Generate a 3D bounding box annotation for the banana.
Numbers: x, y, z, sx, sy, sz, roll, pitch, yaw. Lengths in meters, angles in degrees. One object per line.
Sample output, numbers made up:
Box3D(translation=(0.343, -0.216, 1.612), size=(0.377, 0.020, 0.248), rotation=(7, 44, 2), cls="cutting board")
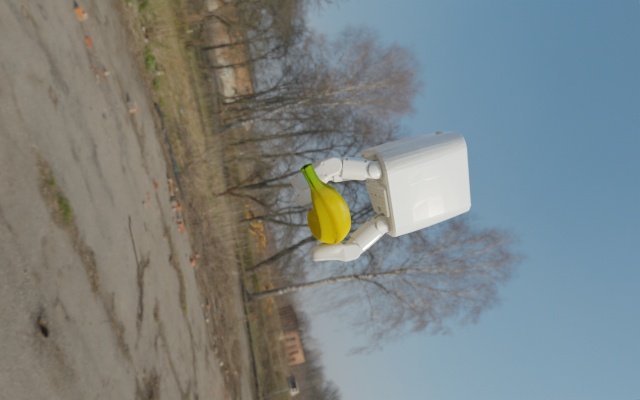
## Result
Box3D(translation=(0.007, 0.018, 0.546), size=(0.037, 0.069, 0.198), rotation=(-21, -15, -7), cls="banana")
